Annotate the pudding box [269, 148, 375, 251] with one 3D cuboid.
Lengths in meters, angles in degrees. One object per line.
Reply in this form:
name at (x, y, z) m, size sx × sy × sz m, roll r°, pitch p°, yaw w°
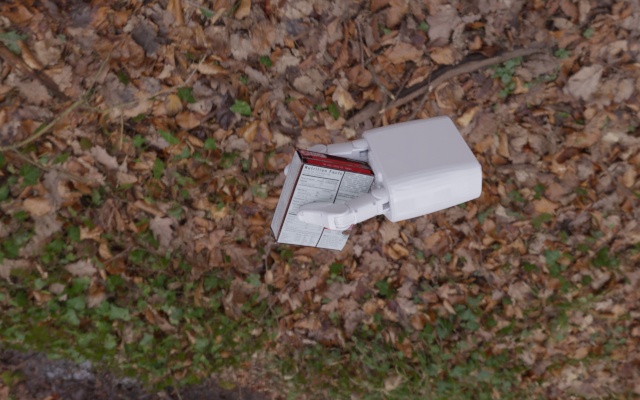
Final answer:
pudding box at (0.000, 0.002, 0.552) m, size 0.090 × 0.113 × 0.039 m, roll 10°, pitch 28°, yaw -21°
